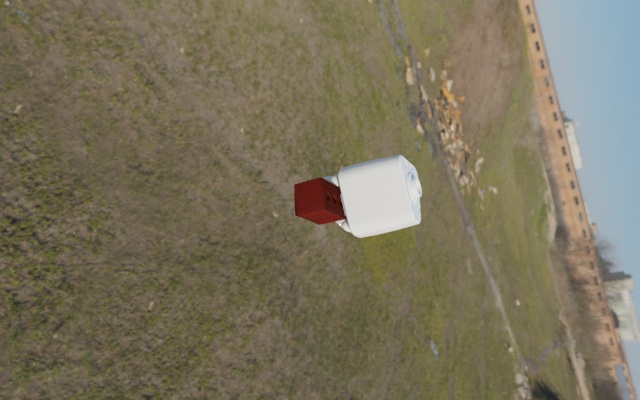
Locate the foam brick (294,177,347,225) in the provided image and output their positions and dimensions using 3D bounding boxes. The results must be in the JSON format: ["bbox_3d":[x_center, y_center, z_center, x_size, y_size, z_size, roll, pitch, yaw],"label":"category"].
[{"bbox_3d":[0.000,0.003,0.752,0.051,0.053,0.078,-14,-19,26],"label":"foam brick"}]
